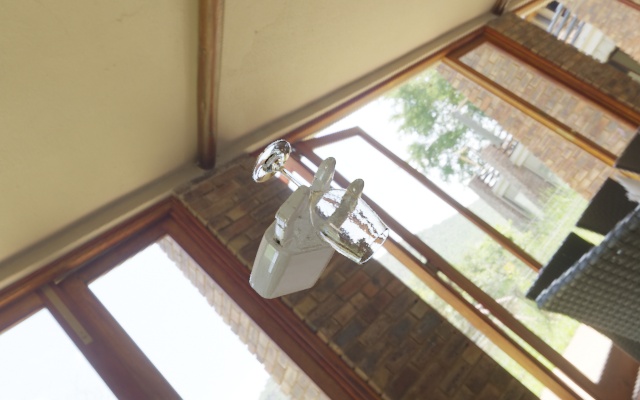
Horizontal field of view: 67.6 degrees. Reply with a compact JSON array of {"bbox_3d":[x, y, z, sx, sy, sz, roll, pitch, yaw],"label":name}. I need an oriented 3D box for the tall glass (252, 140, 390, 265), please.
[{"bbox_3d":[0.000,0.002,0.664,0.201,0.079,0.079,39,16,20],"label":"tall glass"}]
